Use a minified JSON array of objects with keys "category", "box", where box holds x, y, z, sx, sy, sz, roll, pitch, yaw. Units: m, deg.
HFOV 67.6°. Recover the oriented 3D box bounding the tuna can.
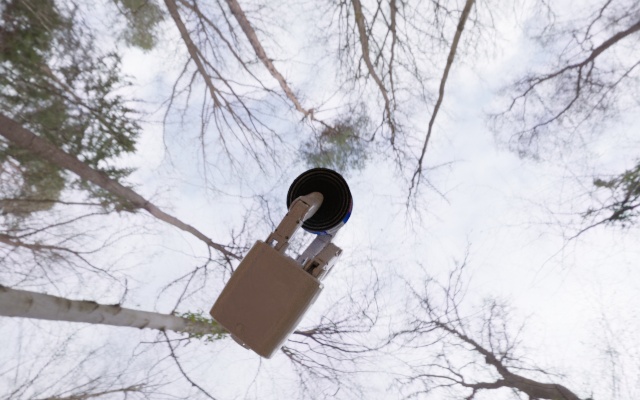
[{"category":"tuna can","box":[0.000,0.002,0.629,0.086,0.086,0.034,0,-14,11]}]
